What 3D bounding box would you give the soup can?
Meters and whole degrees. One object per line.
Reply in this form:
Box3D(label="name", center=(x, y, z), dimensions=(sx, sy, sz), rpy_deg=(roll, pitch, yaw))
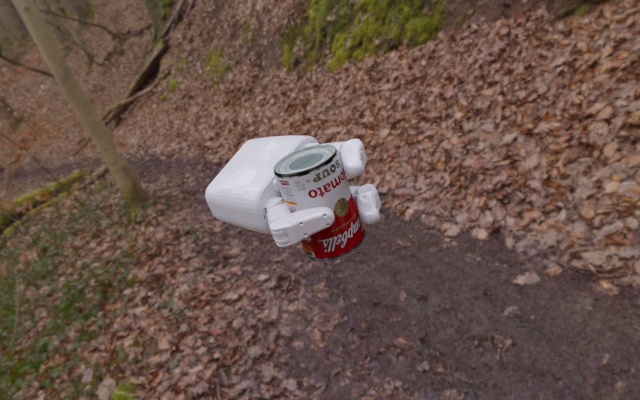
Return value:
Box3D(label="soup can", center=(0.000, 0.001, 0.487), dimensions=(0.068, 0.102, 0.068), rpy_deg=(-16, 25, 8))
